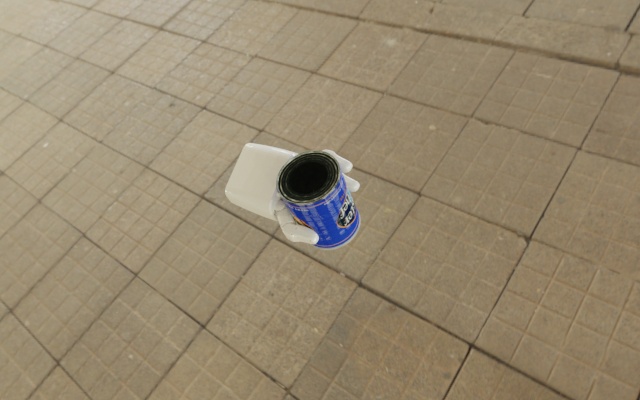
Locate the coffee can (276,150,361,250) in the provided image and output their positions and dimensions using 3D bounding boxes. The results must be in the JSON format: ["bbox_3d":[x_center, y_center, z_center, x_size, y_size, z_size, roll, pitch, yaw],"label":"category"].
[{"bbox_3d":[0.000,0.003,0.773,0.103,0.102,0.140,0,-34,19],"label":"coffee can"}]
